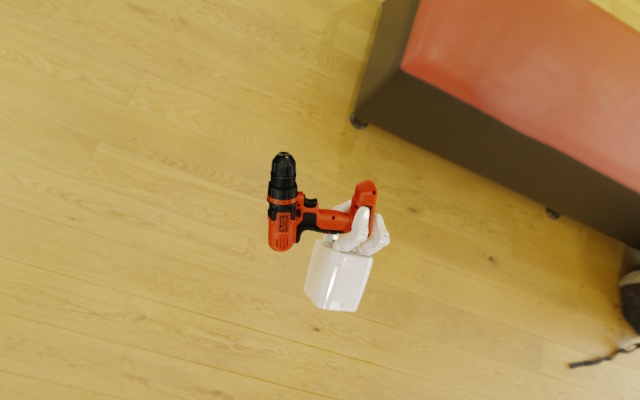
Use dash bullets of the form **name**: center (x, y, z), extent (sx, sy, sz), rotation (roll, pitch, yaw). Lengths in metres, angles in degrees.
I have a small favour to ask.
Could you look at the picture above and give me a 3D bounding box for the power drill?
- **power drill**: center (0.001, 0.003, 0.831), extent (0.187, 0.184, 0.057), rotation (0, 29, -10)
